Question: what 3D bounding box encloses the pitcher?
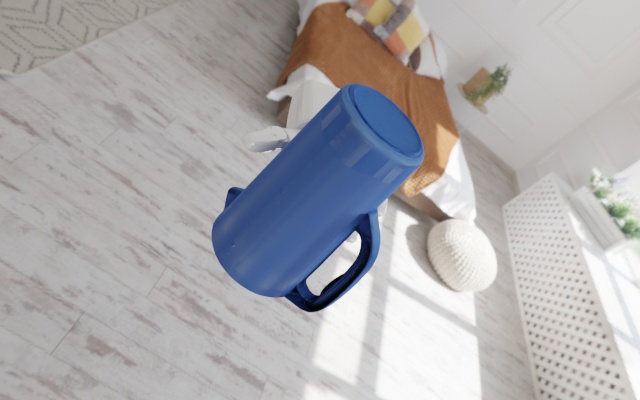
[{"bbox_3d":[0.000,0.002,0.523,0.149,0.145,0.243,30,-54,-22],"label":"pitcher"}]
